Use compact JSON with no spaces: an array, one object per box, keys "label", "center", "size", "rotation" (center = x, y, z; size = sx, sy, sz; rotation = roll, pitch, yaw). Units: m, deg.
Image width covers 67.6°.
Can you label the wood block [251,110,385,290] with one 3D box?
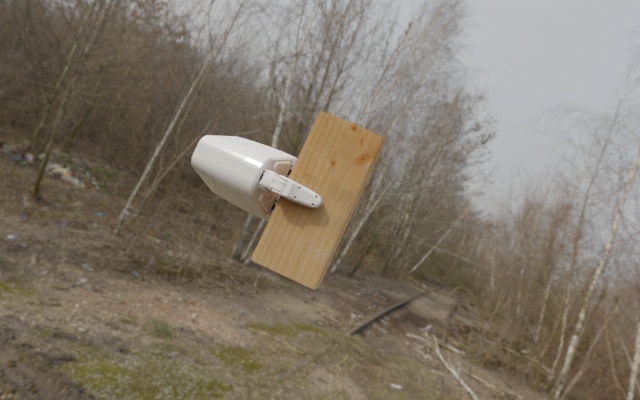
[{"label":"wood block","center":[0.000,0.002,0.626],"size":[0.090,0.206,0.091],"rotation":[24,-2,6]}]
